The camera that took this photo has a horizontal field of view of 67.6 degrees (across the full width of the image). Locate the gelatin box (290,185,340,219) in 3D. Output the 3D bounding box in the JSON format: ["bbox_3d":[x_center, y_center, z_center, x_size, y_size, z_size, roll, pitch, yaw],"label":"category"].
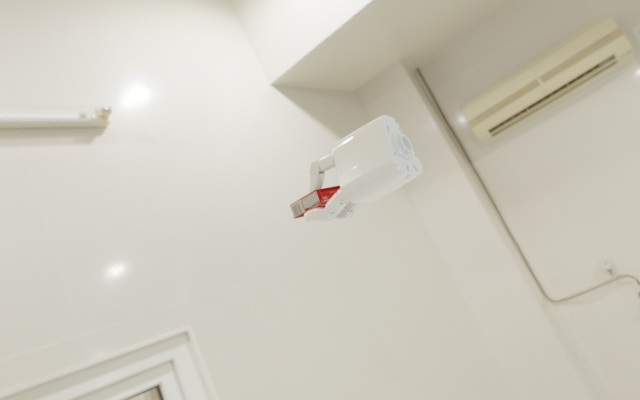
[{"bbox_3d":[0.000,0.002,0.856,0.073,0.030,0.089,-10,-12,-41],"label":"gelatin box"}]
